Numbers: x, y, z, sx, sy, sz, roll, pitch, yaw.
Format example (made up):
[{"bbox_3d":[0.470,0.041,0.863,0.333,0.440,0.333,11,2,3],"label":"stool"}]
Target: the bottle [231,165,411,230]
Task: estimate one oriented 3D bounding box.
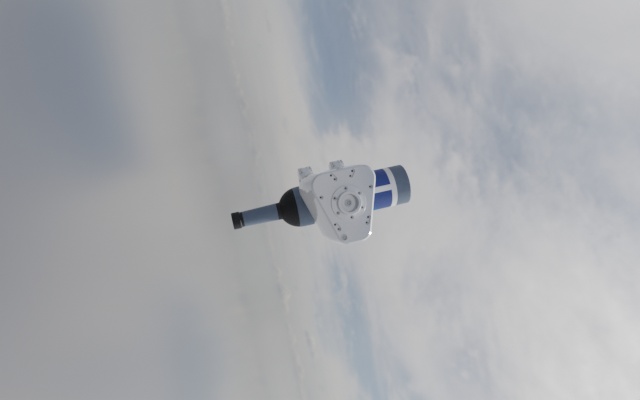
[{"bbox_3d":[0.000,0.003,0.793,0.295,0.069,0.069,-12,2,-9],"label":"bottle"}]
